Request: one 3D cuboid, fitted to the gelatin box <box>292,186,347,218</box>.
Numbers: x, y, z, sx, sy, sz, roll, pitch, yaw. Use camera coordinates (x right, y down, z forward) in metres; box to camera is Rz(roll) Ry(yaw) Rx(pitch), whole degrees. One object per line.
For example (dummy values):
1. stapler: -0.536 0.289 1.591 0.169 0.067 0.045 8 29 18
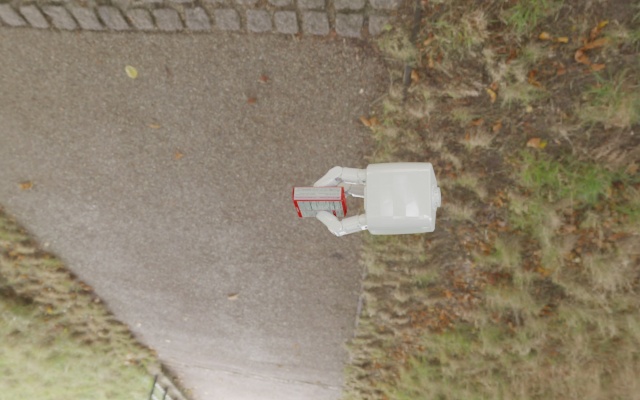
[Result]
1. gelatin box: 0.000 0.003 0.836 0.089 0.030 0.073 -1 -25 7
